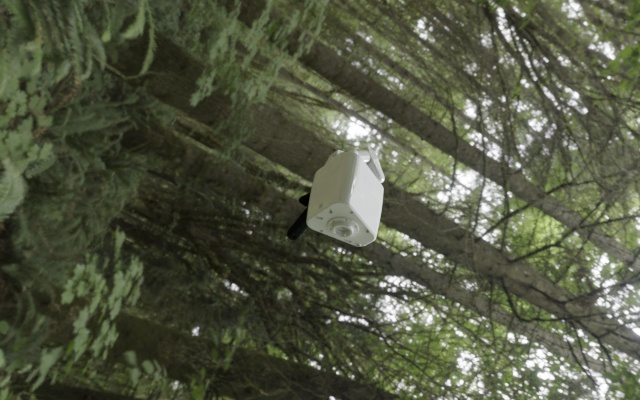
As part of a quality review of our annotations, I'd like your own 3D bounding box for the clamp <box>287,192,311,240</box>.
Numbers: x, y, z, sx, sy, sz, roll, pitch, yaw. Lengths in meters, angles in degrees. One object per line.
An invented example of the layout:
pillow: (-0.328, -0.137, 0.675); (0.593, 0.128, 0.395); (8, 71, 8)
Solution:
clamp: (0.001, 0.003, 0.870); (0.039, 0.120, 0.171); (33, -44, -20)
